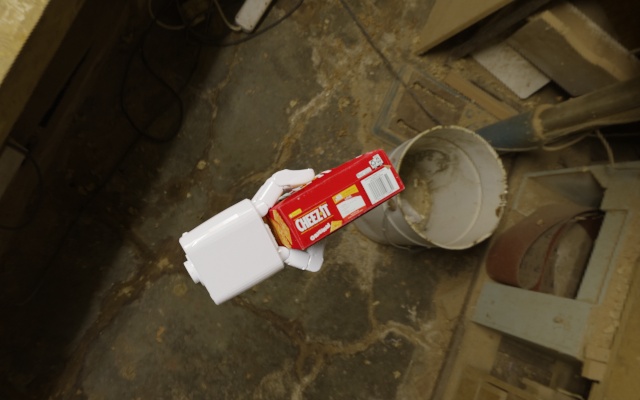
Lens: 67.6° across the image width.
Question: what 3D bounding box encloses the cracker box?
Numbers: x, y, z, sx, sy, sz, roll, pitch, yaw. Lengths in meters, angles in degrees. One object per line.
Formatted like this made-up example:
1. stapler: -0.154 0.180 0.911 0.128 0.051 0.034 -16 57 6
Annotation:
1. cracker box: 0.000 0.002 0.702 0.164 0.072 0.214 -30 5 -16
